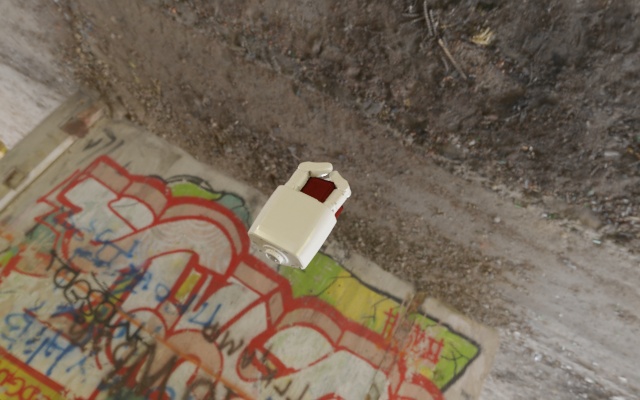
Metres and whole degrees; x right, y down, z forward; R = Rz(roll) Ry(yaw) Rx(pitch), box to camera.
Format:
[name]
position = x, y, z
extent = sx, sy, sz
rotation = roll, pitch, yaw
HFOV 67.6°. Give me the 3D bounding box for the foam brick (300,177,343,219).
[foam brick]
position = 0.000, 0.003, 0.868
extent = 0.053, 0.051, 0.078
rotation = 17, -31, 30
